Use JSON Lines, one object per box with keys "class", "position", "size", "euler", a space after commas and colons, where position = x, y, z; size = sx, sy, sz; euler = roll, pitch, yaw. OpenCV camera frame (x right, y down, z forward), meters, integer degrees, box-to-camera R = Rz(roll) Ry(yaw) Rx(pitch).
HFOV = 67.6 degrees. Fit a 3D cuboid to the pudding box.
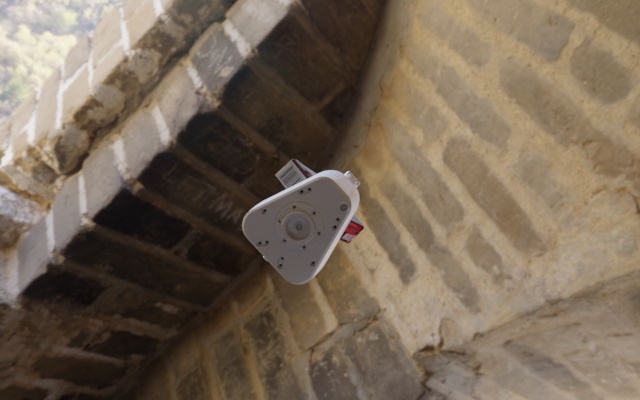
{"class": "pudding box", "position": [0.000, 0.002, 0.652], "size": [0.039, 0.113, 0.090], "euler": [-43, -29, 10]}
